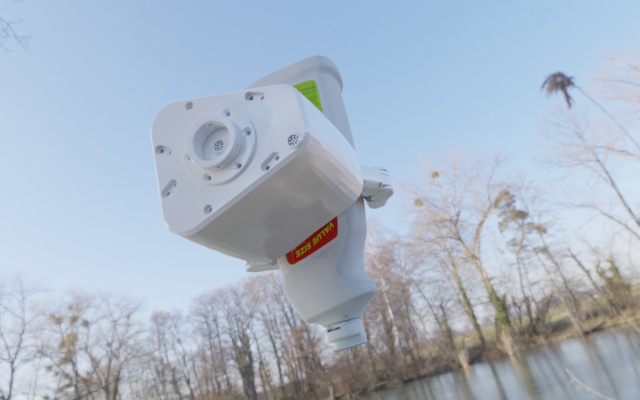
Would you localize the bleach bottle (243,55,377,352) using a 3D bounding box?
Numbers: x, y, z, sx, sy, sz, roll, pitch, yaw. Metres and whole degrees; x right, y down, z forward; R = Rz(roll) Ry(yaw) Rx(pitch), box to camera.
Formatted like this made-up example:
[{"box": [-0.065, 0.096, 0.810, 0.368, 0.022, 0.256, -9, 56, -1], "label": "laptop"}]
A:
[{"box": [0.000, 0.001, 0.423, 0.102, 0.250, 0.068, -20, -20, 13], "label": "bleach bottle"}]
